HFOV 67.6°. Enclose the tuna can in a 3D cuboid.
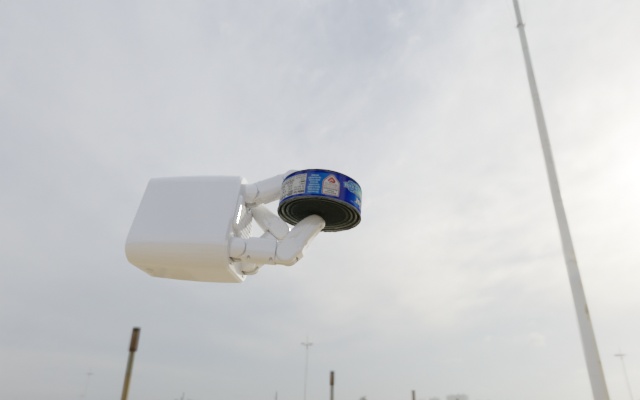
[{"bbox_3d":[0.000,0.001,0.491,0.086,0.033,0.086,5,-25,2],"label":"tuna can"}]
